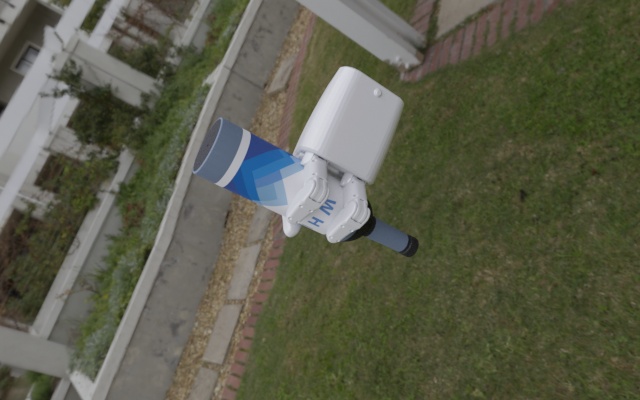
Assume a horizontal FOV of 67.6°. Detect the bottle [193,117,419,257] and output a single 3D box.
[{"bbox_3d":[0.000,0.002,0.563,0.296,0.069,0.069,27,-12,-25],"label":"bottle"}]
